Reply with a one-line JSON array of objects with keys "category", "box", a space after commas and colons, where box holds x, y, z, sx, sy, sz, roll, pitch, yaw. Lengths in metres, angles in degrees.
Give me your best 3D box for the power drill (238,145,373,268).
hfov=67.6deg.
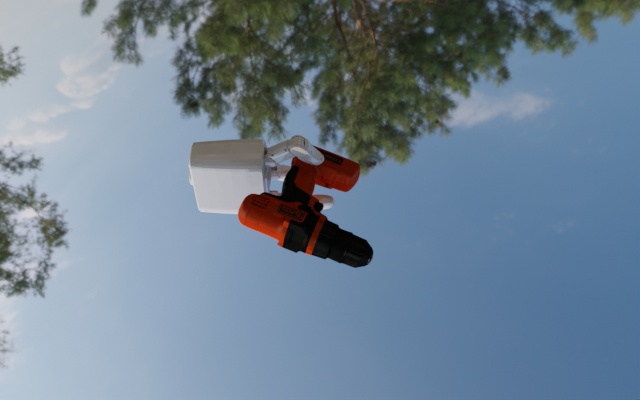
[{"category": "power drill", "box": [0.000, 0.002, 0.674, 0.184, 0.057, 0.187, 23, 38, 3]}]
